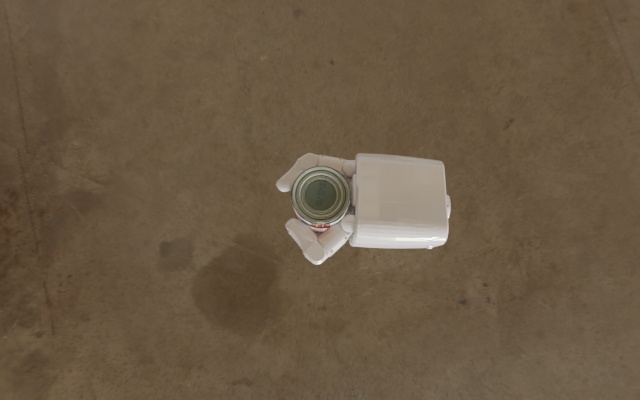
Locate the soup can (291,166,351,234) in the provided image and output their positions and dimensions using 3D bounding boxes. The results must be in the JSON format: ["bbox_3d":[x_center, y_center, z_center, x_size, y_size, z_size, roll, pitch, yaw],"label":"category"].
[{"bbox_3d":[0.000,0.002,0.572,0.068,0.068,0.102,0,-9,-1],"label":"soup can"}]
